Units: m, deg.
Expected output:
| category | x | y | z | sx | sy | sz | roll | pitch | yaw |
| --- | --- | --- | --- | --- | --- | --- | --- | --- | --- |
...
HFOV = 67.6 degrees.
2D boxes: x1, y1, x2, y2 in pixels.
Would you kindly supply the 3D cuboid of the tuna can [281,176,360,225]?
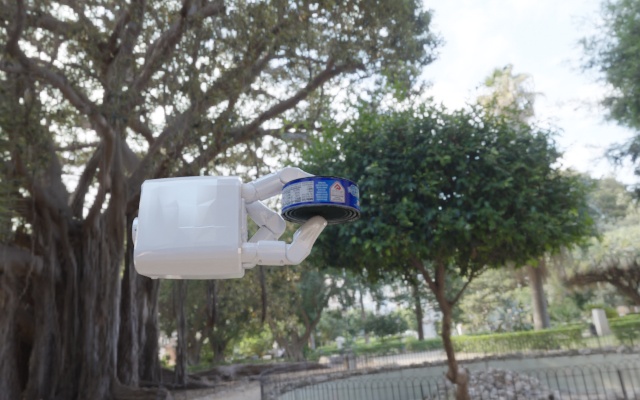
| category | x | y | z | sx | sy | sz | roll | pitch | yaw |
| --- | --- | --- | --- | --- | --- | --- | --- | --- | --- |
| tuna can | 0.000 | 0.001 | 0.521 | 0.086 | 0.033 | 0.086 | 0 | -16 | 0 |
